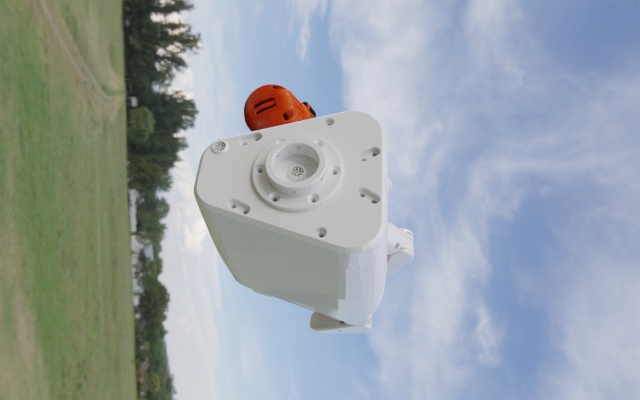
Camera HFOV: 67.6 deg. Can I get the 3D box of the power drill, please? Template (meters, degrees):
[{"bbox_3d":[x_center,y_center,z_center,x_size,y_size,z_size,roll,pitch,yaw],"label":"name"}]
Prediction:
[{"bbox_3d":[0.000,0.002,0.447,0.057,0.187,0.184,-24,-15,12],"label":"power drill"}]
